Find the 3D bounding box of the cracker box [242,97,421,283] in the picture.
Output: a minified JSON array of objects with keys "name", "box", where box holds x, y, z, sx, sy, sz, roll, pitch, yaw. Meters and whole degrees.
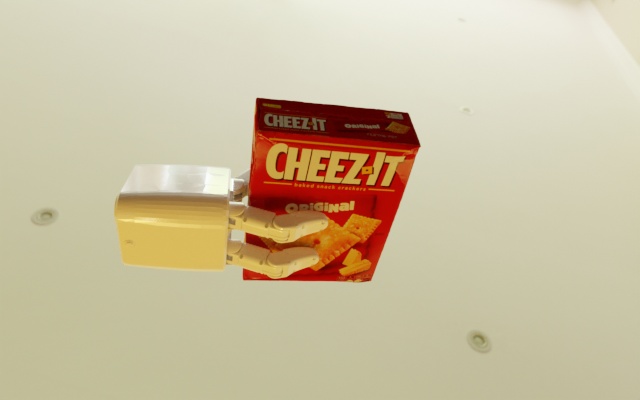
[{"name":"cracker box","box":[0.000,0.002,0.536,0.164,0.214,0.072,3,41,-11]}]
